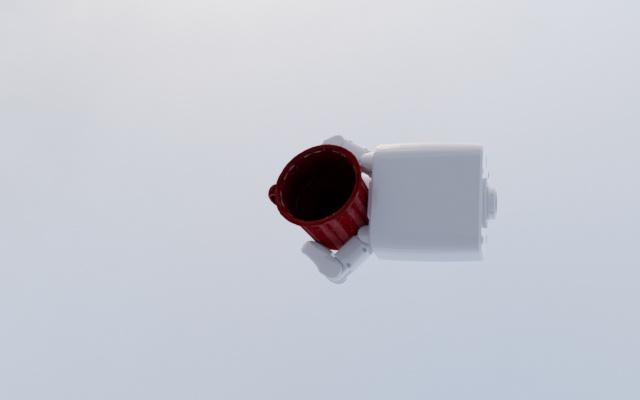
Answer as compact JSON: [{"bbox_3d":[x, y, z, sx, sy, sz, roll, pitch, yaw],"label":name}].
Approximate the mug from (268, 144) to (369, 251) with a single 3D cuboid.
[{"bbox_3d":[-0.001,0.002,0.508,0.117,0.093,0.081,0,-27,25],"label":"mug"}]
